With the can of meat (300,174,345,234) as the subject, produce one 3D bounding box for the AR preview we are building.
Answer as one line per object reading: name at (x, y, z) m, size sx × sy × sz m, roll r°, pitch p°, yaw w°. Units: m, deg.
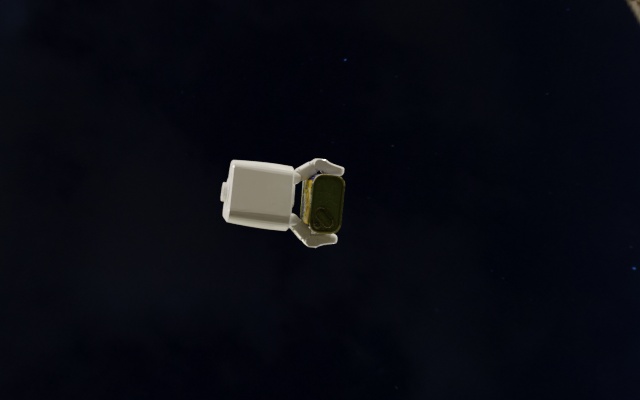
can of meat at (0.000, 0.003, 0.850) m, size 0.057 × 0.102 × 0.084 m, roll 4°, pitch 4°, yaw -17°
